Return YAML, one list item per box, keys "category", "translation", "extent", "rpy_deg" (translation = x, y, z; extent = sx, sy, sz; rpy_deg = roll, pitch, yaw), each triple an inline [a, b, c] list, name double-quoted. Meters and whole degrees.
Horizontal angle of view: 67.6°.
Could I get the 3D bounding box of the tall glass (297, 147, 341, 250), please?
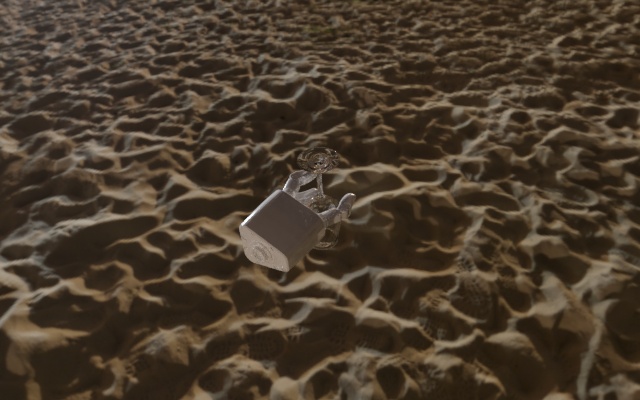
- category: "tall glass"
  translation: [0.000, 0.002, 0.894]
  extent: [0.079, 0.201, 0.079]
  rpy_deg: [-2, 42, 2]
